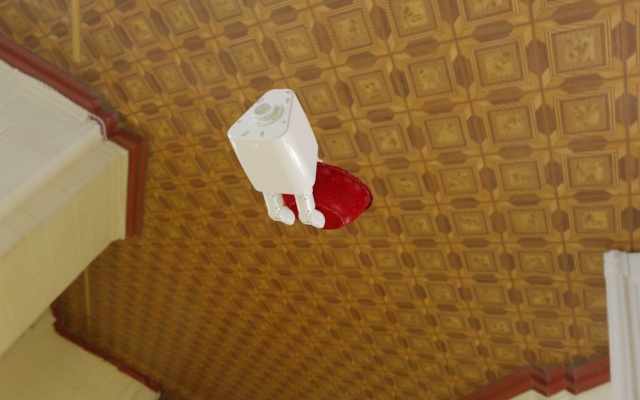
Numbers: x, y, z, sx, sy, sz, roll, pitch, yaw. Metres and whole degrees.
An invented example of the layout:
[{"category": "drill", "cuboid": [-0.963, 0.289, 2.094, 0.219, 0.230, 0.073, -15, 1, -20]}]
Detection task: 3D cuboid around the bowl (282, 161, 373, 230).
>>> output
[{"category": "bowl", "cuboid": [0.001, 0.004, 0.772, 0.162, 0.055, 0.162, 15, -26, 7]}]
